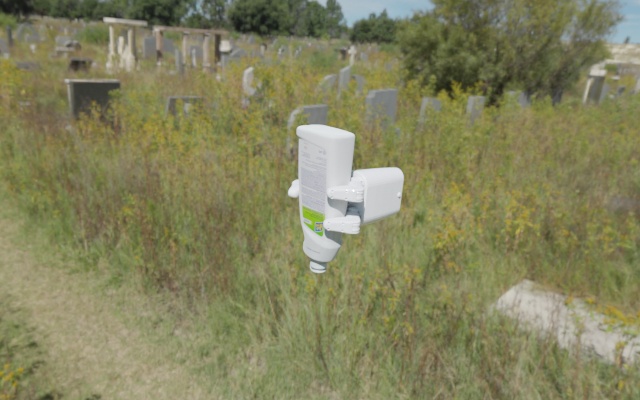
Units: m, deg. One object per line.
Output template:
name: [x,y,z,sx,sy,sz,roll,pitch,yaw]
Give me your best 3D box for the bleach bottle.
bleach bottle: [0.000,0.003,0.823,0.068,0.251,0.102,-11,25,-40]
